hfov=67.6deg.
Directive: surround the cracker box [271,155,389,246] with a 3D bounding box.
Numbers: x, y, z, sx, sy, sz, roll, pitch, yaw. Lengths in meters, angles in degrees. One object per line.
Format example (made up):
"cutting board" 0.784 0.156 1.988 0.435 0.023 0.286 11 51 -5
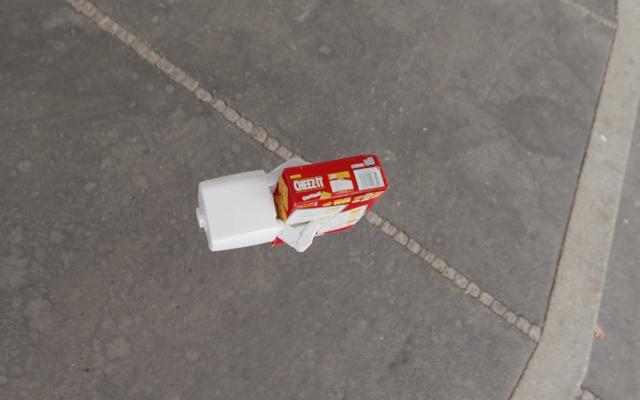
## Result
"cracker box" 0.000 0.003 0.836 0.164 0.072 0.214 -11 -18 -19
